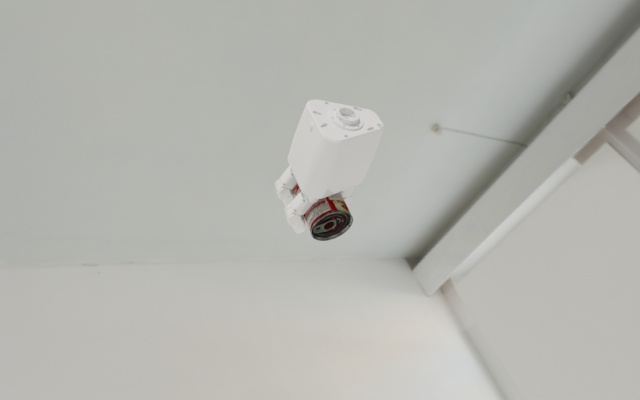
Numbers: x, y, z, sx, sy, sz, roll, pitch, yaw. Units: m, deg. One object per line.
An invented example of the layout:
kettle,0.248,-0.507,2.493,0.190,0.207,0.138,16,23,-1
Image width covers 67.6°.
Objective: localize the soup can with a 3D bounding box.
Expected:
soup can,0.000,0.003,0.743,0.068,0.102,0.069,-16,-37,-13
